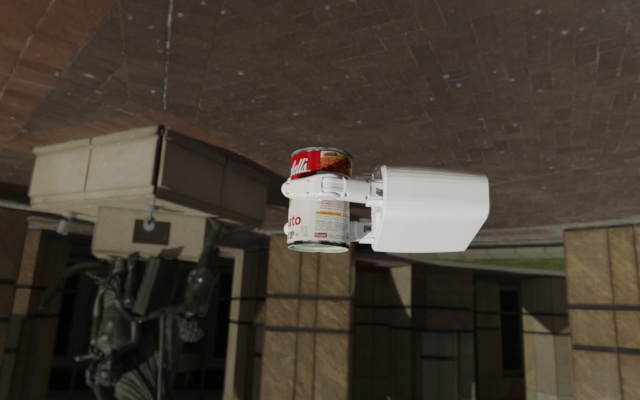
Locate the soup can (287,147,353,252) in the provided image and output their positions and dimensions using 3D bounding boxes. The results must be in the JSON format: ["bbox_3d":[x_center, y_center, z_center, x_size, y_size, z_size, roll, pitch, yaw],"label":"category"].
[{"bbox_3d":[0.000,0.002,0.514,0.068,0.102,0.068,2,-13,1],"label":"soup can"}]
